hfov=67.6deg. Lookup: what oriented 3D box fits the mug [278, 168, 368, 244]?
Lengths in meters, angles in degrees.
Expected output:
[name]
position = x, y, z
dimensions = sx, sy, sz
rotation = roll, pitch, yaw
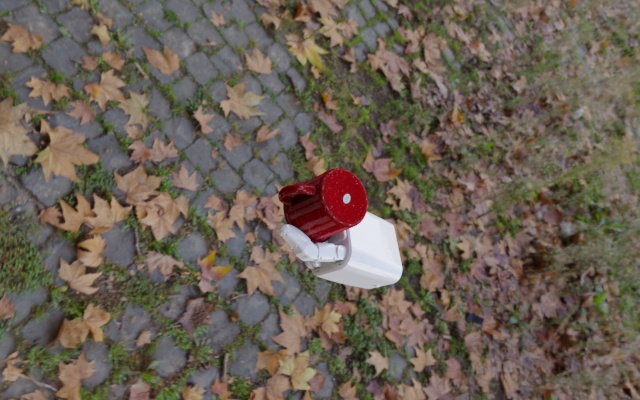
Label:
[mug]
position = -0.001, 0.002, 0.641
dimensions = 0.117, 0.093, 0.081
rotation = 21, -28, -31
